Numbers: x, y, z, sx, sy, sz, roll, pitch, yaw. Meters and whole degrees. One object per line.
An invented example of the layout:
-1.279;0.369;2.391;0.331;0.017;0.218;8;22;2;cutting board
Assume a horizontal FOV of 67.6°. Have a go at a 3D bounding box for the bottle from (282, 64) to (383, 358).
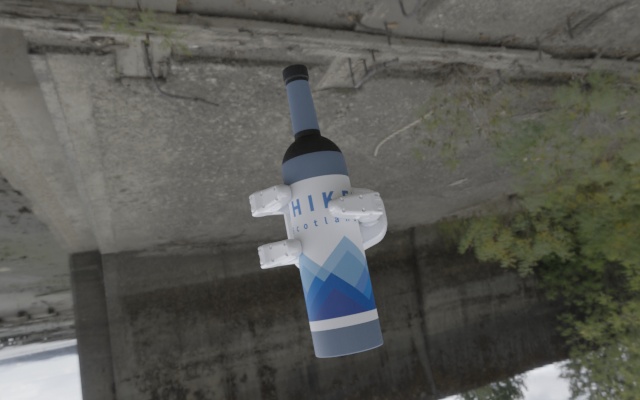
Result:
0.000;0.002;0.486;0.069;0.295;0.069;-11;-11;-2;bottle
